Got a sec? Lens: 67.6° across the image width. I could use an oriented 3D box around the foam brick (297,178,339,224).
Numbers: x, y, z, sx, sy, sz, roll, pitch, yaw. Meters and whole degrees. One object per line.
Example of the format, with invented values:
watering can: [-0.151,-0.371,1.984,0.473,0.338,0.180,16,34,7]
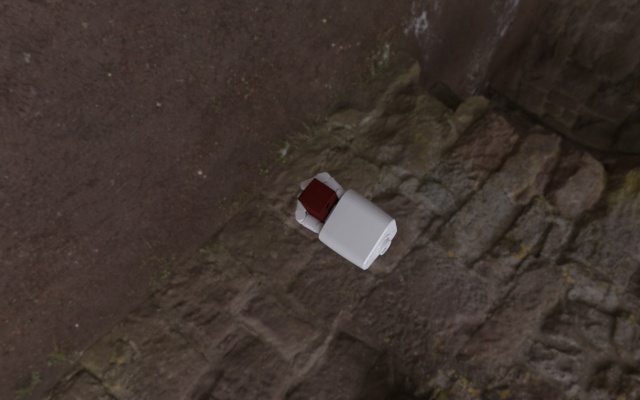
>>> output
foam brick: [0.000,0.003,0.897,0.051,0.053,0.078,35,-9,21]
